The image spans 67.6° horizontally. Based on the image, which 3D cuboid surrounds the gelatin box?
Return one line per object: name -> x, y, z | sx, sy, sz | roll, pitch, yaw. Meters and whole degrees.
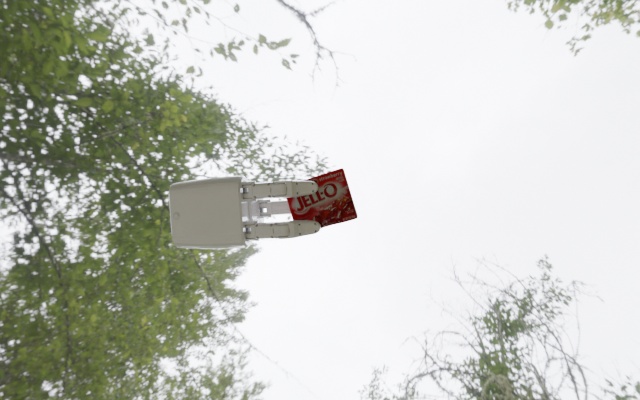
gelatin box -> 0.000, 0.002, 0.669 | 0.089, 0.073, 0.030 | -17, 0, 5
